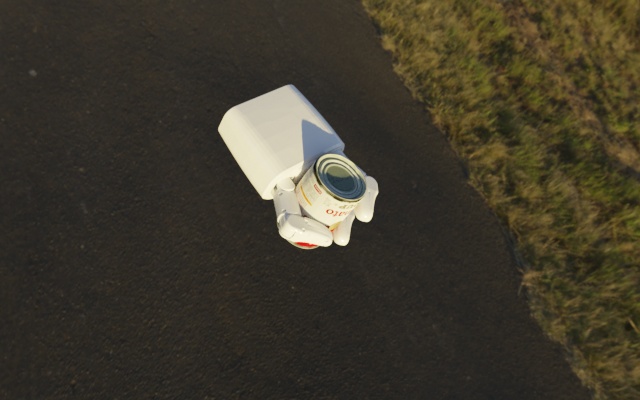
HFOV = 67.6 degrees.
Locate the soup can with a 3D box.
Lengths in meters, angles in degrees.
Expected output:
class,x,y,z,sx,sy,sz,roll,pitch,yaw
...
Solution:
class,x,y,z,sx,sy,sz,roll,pitch,yaw
soup can,0.000,0.002,0.554,0.068,0.068,0.102,0,-34,-34
